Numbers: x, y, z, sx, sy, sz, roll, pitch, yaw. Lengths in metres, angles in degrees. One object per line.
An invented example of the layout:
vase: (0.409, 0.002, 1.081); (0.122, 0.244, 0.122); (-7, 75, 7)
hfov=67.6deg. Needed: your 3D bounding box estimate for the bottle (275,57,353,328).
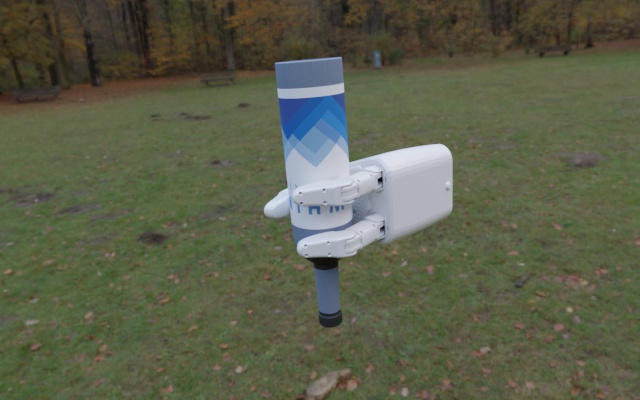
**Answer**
bottle: (0.000, 0.001, 0.514); (0.069, 0.296, 0.069); (-4, 18, 1)
